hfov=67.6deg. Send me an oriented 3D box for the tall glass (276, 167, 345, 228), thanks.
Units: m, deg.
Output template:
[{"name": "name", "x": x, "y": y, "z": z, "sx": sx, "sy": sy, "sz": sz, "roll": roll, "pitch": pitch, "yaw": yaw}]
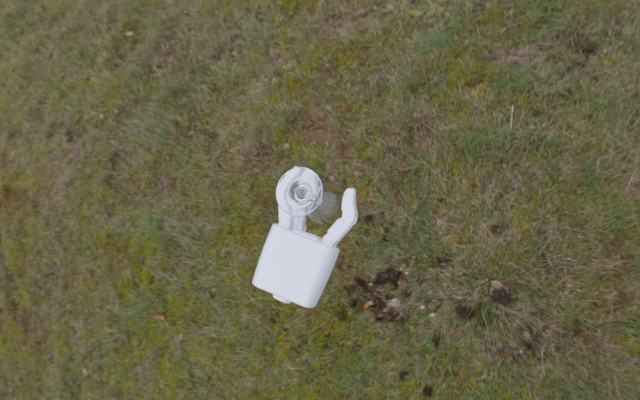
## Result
[{"name": "tall glass", "x": 0.000, "y": 0.002, "z": 0.793, "sx": 0.079, "sy": 0.079, "sz": 0.201, "roll": 0, "pitch": -9, "yaw": 19}]
